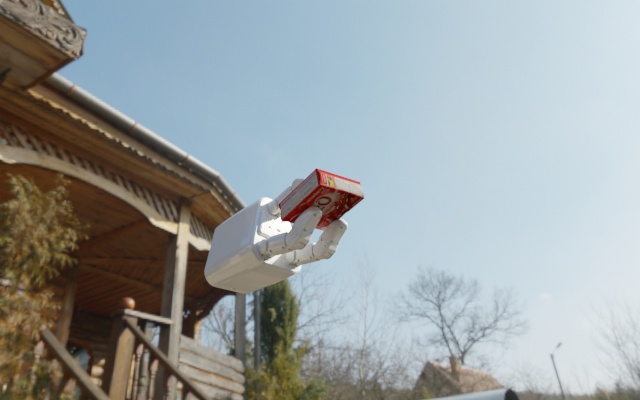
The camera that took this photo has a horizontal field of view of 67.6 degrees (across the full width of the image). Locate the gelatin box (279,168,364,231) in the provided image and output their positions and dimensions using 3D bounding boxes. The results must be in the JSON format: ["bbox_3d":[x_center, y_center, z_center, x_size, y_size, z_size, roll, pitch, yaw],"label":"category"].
[{"bbox_3d":[0.000,0.001,0.618,0.073,0.030,0.089,16,-42,-35],"label":"gelatin box"}]
